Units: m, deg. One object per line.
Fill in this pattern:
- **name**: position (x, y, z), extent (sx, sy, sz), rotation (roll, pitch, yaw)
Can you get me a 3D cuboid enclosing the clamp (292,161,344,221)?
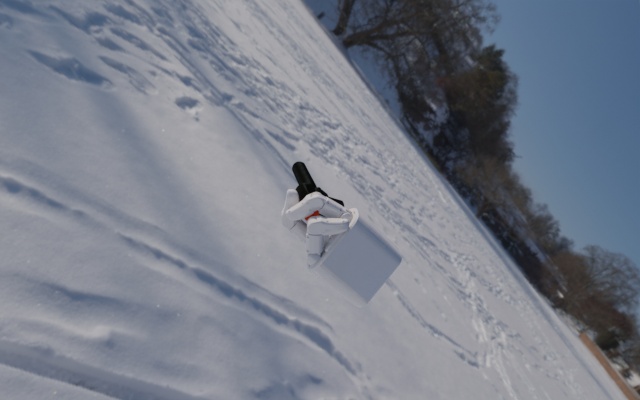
- **clamp**: position (0.000, 0.002, 0.793), extent (0.120, 0.039, 0.171), rotation (36, 19, -17)
